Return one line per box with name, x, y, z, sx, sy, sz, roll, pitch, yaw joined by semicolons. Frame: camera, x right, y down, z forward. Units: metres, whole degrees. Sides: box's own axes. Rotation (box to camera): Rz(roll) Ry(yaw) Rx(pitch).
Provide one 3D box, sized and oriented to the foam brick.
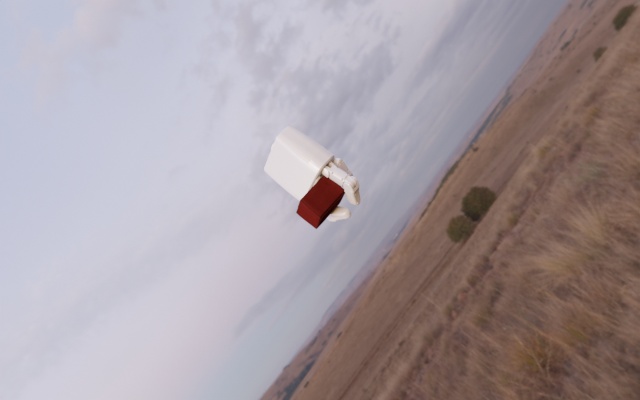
foam brick;0.000;0.003;0.880;0.051;0.078;0.053;38;-29;9
